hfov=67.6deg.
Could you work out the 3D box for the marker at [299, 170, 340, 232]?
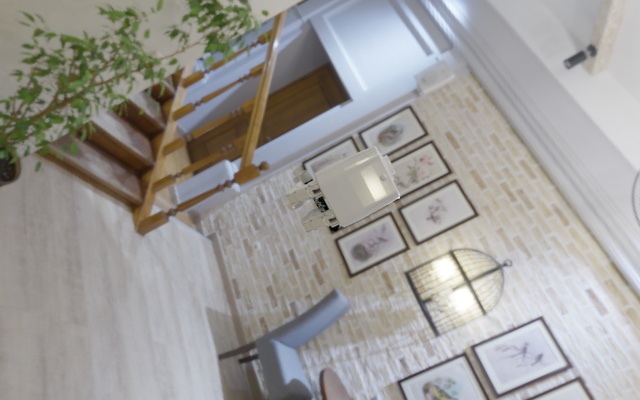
[{"bbox_3d":[0.000,0.003,0.820,0.020,0.121,0.020,-27,18,9],"label":"marker"}]
